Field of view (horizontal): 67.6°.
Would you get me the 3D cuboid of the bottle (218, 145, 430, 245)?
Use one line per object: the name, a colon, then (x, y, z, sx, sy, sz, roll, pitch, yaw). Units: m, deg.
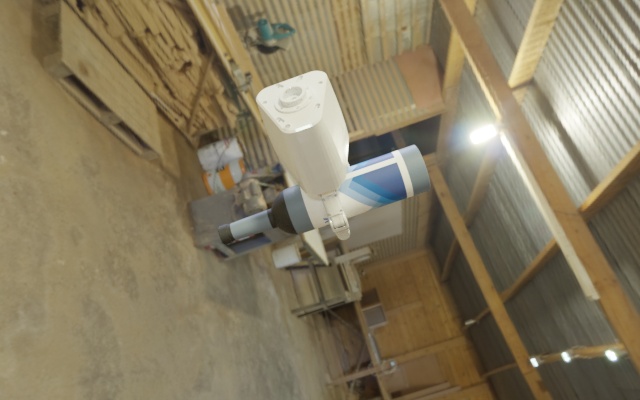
bottle: (0.000, 0.002, 0.664, 0.296, 0.069, 0.069, -19, -1, 3)
